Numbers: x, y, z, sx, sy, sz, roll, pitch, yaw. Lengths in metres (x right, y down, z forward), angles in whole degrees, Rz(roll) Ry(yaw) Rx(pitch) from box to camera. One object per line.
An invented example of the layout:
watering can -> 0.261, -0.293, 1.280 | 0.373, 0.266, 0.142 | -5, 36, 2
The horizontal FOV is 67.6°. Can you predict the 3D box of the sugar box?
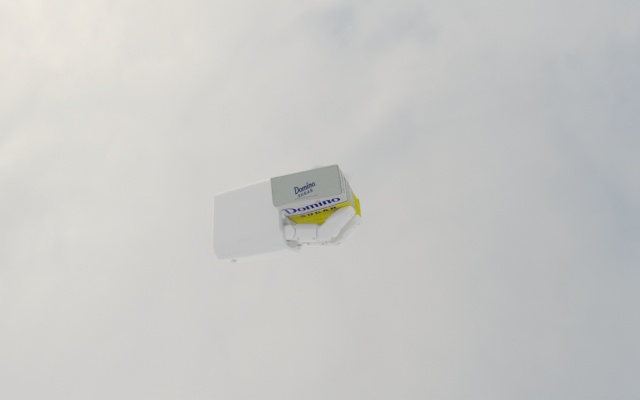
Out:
sugar box -> 0.000, 0.003, 0.681 | 0.093, 0.048, 0.176 | -11, -14, 11
